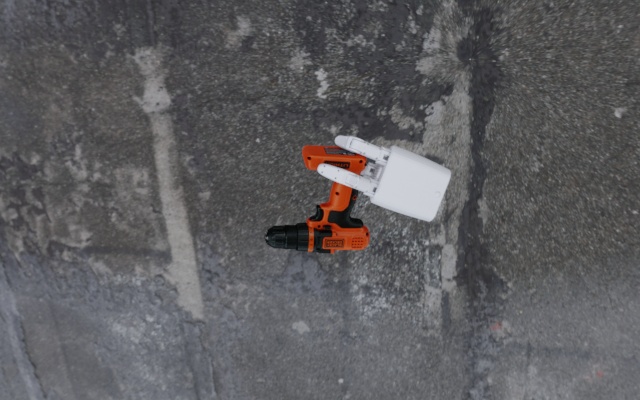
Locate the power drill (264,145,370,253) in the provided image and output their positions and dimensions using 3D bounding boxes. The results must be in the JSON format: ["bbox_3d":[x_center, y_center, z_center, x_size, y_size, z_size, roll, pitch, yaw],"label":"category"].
[{"bbox_3d":[0.000,0.002,0.810,0.184,0.188,0.057,0,26,-11],"label":"power drill"}]
